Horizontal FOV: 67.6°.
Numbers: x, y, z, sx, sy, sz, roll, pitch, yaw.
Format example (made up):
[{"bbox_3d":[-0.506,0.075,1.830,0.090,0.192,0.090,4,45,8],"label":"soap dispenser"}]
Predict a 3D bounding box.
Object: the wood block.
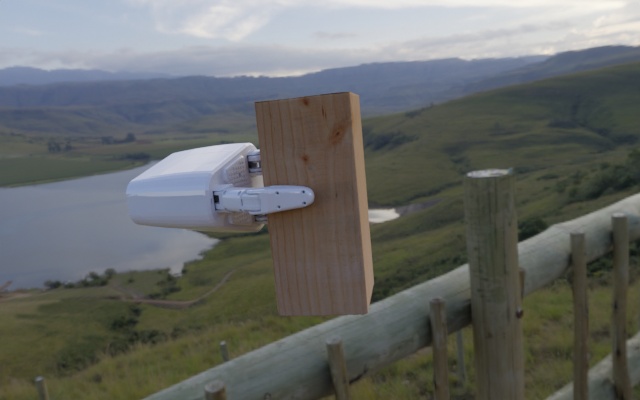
[{"bbox_3d":[0.000,0.002,0.480,0.090,0.206,0.091,-4,10,12],"label":"wood block"}]
